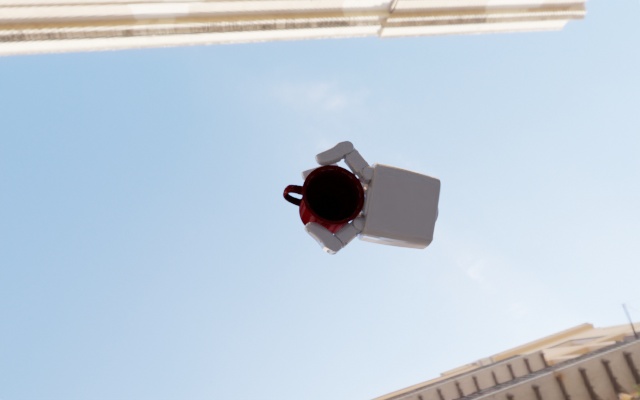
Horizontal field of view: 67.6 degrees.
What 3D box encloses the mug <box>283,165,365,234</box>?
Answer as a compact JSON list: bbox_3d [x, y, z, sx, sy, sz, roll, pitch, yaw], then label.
[{"bbox_3d":[-0.001,0.002,0.724,0.117,0.093,0.081,11,-22,-7],"label":"mug"}]
